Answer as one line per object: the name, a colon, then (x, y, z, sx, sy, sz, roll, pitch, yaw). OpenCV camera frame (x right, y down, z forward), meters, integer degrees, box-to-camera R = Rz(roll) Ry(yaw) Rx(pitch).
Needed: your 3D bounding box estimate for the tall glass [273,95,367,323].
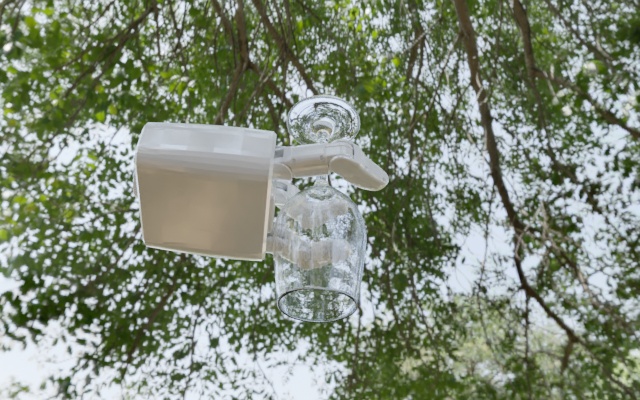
tall glass: (0.000, 0.001, 0.421, 0.079, 0.200, 0.079, 1, -37, 1)
